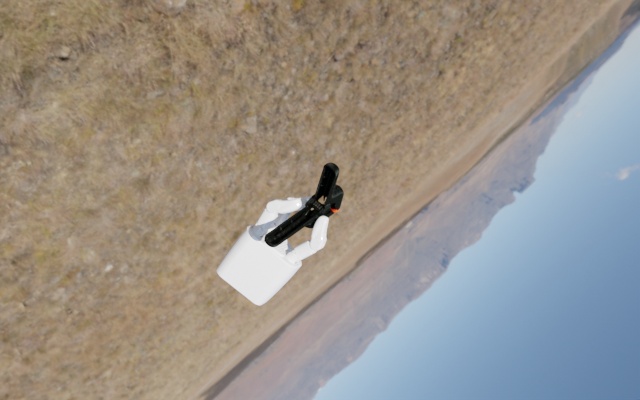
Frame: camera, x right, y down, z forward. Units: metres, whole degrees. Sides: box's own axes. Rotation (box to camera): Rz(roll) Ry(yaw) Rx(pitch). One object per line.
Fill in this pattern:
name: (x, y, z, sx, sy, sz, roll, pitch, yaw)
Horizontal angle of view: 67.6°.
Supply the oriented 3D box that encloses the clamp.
clamp: (0.001, 0.003, 0.813, 0.036, 0.164, 0.210, 44, 17, 13)
